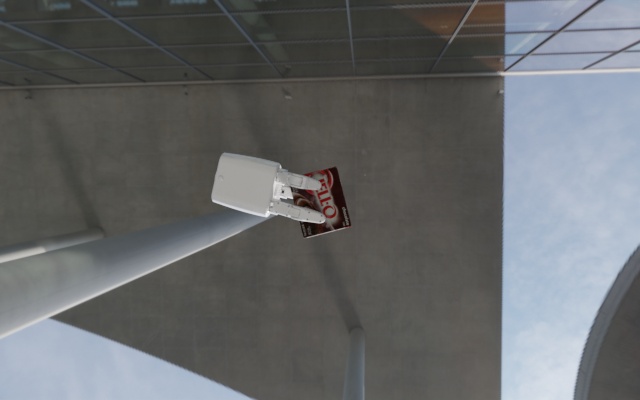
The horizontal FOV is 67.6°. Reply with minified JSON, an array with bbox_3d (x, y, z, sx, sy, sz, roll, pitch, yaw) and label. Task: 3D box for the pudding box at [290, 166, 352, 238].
[{"bbox_3d":[0.000,0.003,0.860,0.090,0.113,0.039,-15,2,5],"label":"pudding box"}]
